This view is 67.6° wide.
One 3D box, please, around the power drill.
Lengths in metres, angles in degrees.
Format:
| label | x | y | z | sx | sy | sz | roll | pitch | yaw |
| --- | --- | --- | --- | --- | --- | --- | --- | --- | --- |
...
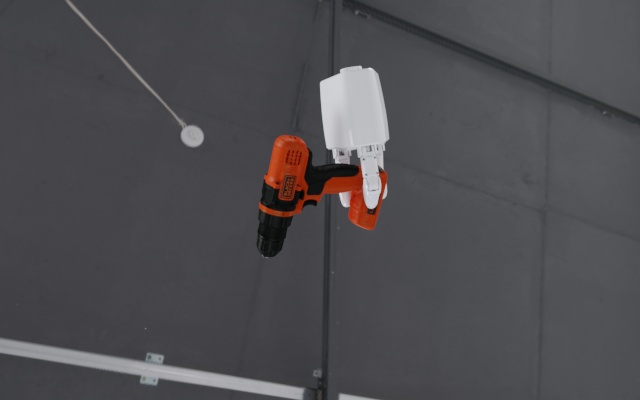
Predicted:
| label | x | y | z | sx | sy | sz | roll | pitch | yaw |
| --- | --- | --- | --- | --- | --- | --- | --- | --- | --- |
| power drill | 0.001 | 0.002 | 0.721 | 0.187 | 0.184 | 0.057 | 4 | 20 | -29 |
